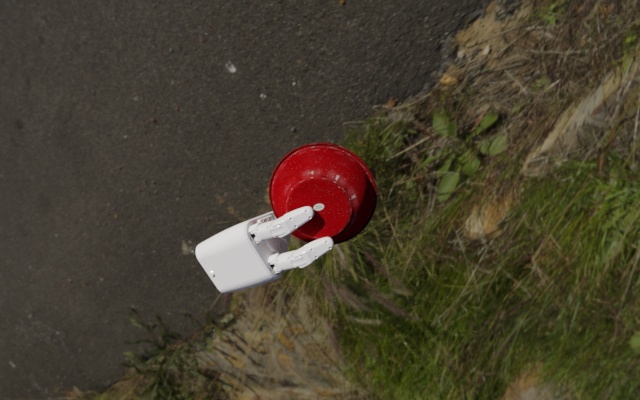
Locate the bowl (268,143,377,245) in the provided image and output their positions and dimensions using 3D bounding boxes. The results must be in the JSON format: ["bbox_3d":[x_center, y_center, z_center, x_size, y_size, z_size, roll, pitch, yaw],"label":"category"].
[{"bbox_3d":[0.001,0.002,0.682,0.162,0.162,0.055,0,21,7],"label":"bowl"}]
